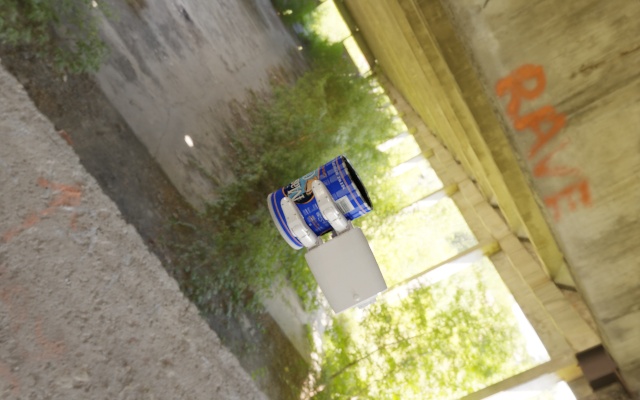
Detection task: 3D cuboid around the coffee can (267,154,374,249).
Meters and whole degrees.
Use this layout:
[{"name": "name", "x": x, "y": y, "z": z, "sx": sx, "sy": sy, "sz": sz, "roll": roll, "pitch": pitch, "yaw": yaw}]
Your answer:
[{"name": "coffee can", "x": 0.000, "y": 0.002, "z": 0.774, "sx": 0.140, "sy": 0.103, "sz": 0.103, "roll": -29, "pitch": -7, "yaw": 12}]
